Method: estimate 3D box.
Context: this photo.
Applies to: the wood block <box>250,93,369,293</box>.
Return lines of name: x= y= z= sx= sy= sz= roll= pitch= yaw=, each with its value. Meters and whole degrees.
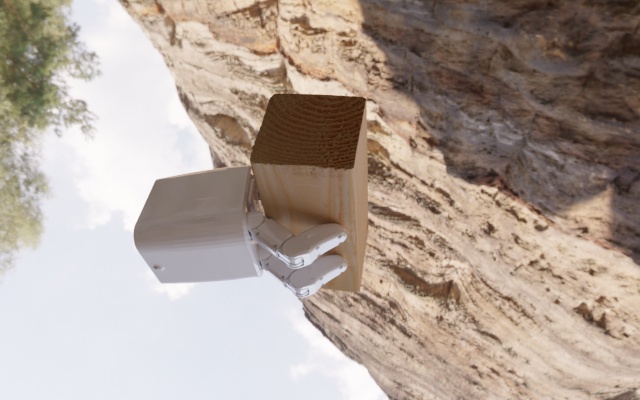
wood block: x=0.000 y=0.001 z=0.487 sx=0.090 sy=0.090 sz=0.206 roll=4 pitch=-37 yaw=9
